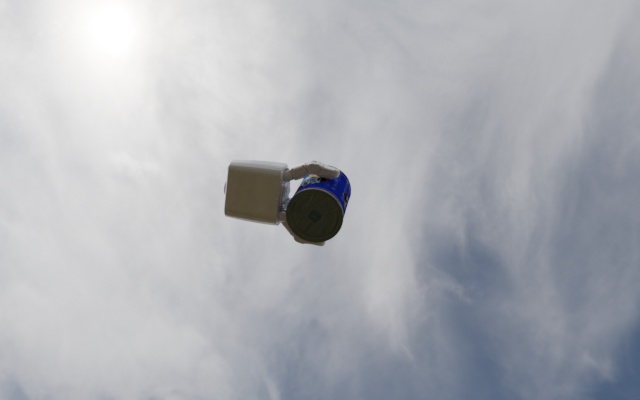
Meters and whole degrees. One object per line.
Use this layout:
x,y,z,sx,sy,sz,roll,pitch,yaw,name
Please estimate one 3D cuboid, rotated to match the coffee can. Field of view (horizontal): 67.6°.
0.000,0.003,0.898,0.103,0.103,0.140,0,21,10,coffee can
